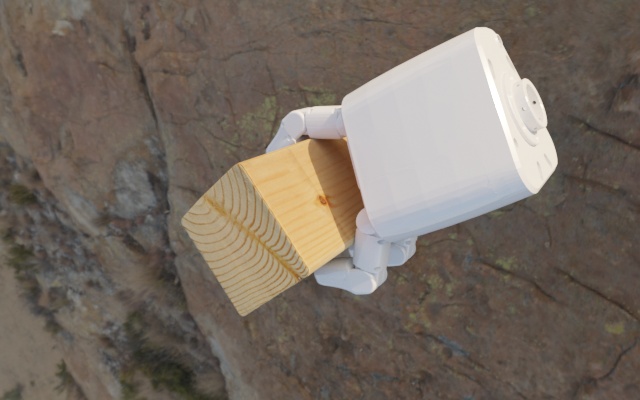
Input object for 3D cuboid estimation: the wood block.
[{"bbox_3d":[0.000,0.001,0.416,0.090,0.091,0.206,-37,-7,38],"label":"wood block"}]
